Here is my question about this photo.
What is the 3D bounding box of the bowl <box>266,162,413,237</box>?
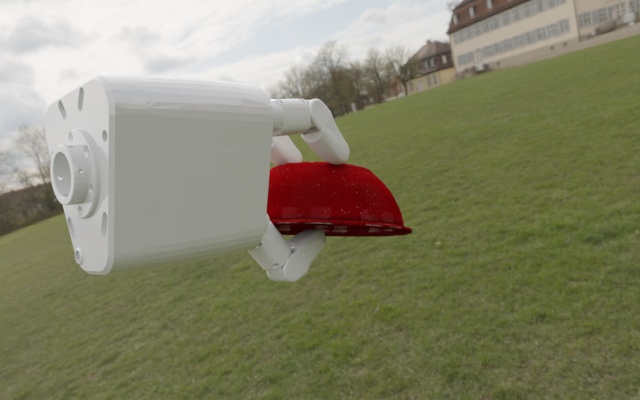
[{"bbox_3d":[0.001,0.001,0.426,0.162,0.055,0.162,2,-8,0],"label":"bowl"}]
